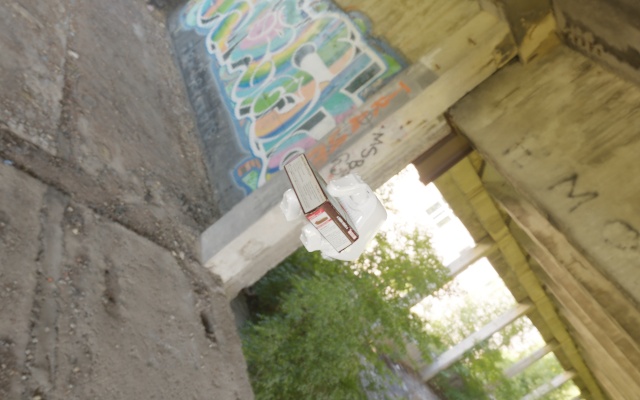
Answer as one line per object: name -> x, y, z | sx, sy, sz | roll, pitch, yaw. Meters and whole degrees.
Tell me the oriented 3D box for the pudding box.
pudding box -> 0.000, 0.002, 0.630 | 0.090, 0.039, 0.113 | 49, 8, -40
